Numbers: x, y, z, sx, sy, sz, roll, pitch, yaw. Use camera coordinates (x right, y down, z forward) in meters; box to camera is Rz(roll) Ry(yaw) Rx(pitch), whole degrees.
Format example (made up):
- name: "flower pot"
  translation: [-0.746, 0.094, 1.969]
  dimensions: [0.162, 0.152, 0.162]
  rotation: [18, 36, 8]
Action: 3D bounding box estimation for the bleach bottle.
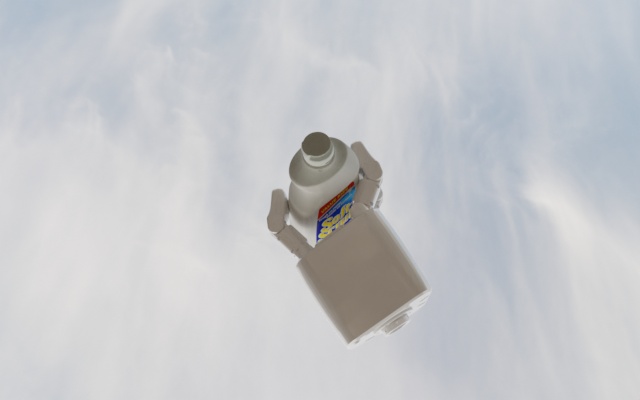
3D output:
- name: "bleach bottle"
  translation: [0.000, 0.002, 0.570]
  dimensions: [0.102, 0.068, 0.251]
  rotation: [-32, -23, -9]
